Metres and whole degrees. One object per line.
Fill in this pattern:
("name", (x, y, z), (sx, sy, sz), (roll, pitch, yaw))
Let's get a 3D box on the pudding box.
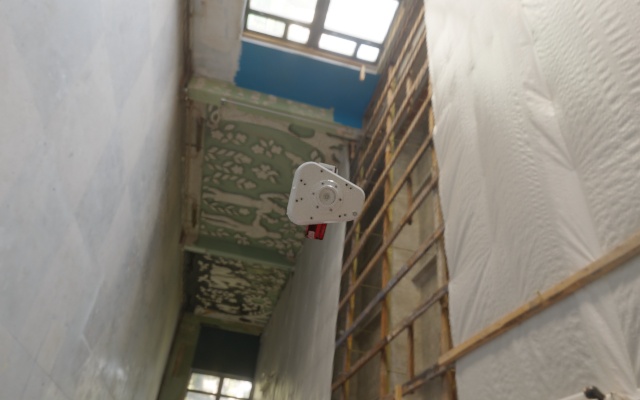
("pudding box", (0.000, 0.003, 0.864), (0.039, 0.113, 0.090), (12, -30, -2))
